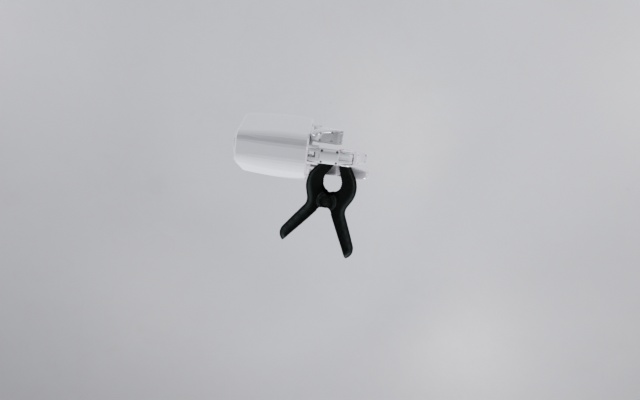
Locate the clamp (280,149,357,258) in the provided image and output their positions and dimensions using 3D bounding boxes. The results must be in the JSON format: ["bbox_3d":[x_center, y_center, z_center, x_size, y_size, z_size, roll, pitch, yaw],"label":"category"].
[{"bbox_3d":[0.000,0.002,0.749,0.120,0.171,0.039,7,12,0],"label":"clamp"}]
